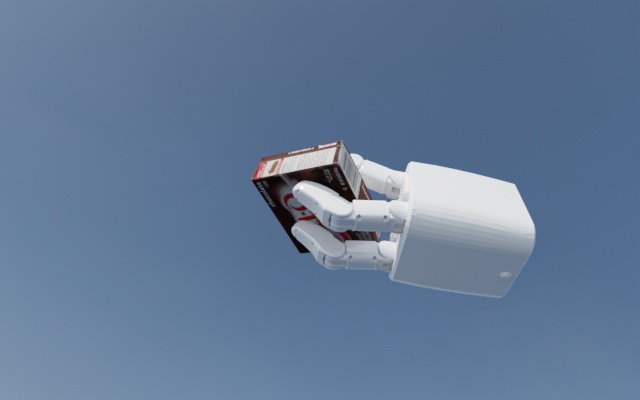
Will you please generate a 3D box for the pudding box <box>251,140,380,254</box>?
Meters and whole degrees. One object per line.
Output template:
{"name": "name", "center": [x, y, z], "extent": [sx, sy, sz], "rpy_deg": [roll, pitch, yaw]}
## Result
{"name": "pudding box", "center": [0.000, 0.001, 0.465], "extent": [0.090, 0.114, 0.039], "rpy_deg": [-10, 39, 24]}
